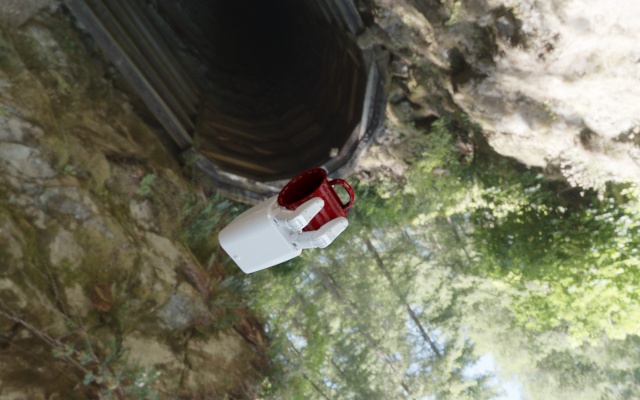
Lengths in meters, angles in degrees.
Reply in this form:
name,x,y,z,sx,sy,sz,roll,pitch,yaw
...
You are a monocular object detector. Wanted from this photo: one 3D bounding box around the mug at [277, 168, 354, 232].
name,x,y,z,sx,sy,sz,roll,pitch,yaw
mug,0.001,0.002,0.773,0.117,0.081,0.093,-23,29,22
